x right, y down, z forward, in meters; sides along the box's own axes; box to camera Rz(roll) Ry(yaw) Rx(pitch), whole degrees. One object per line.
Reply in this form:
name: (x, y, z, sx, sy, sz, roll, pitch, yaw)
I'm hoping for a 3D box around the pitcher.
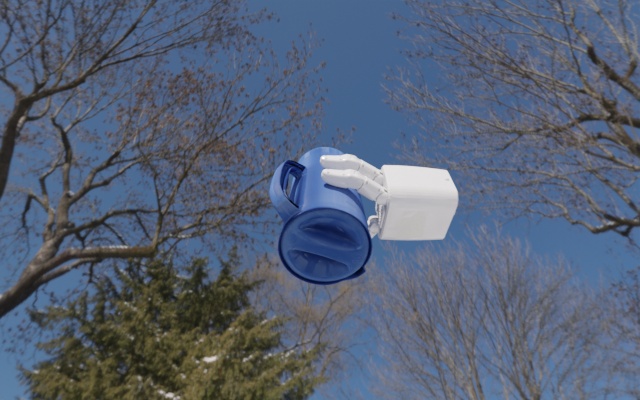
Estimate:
pitcher: (0.000, 0.003, 0.761, 0.145, 0.149, 0.242, 1, 31, -1)
